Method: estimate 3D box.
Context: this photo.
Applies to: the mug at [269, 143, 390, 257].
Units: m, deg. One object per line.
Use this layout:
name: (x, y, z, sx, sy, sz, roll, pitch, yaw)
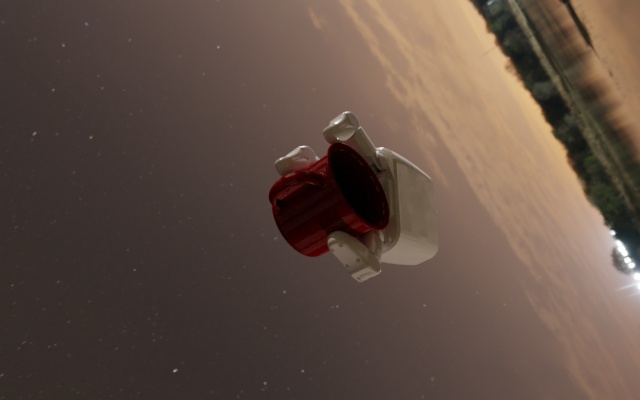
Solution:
mug: (-0.001, 0.001, 0.456, 0.081, 0.093, 0.117, -31, -29, 29)
